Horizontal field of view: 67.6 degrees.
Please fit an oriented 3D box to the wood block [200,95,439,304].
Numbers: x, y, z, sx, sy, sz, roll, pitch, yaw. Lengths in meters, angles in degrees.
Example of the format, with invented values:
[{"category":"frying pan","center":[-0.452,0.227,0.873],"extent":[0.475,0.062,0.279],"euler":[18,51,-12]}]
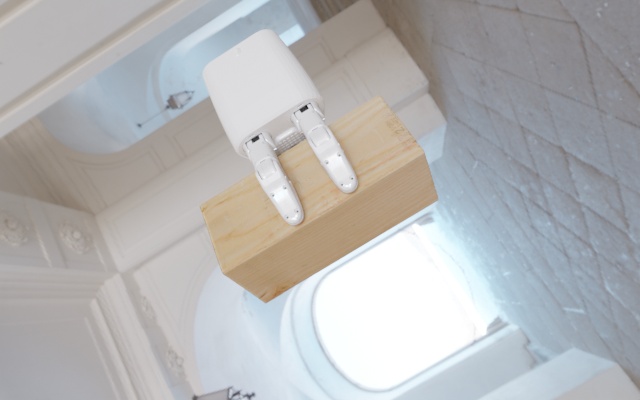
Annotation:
[{"category":"wood block","center":[0.000,0.001,0.475],"extent":[0.206,0.090,0.091],"euler":[-31,-36,4]}]
